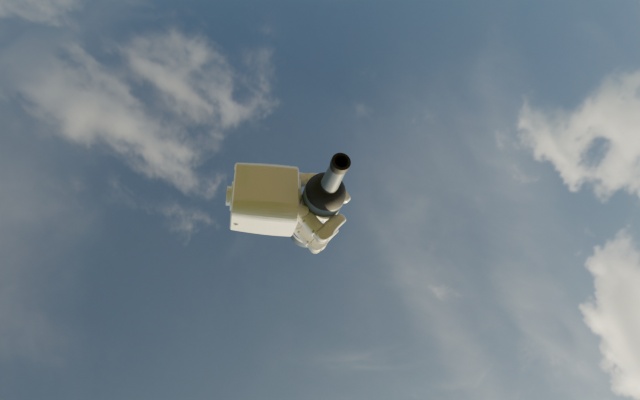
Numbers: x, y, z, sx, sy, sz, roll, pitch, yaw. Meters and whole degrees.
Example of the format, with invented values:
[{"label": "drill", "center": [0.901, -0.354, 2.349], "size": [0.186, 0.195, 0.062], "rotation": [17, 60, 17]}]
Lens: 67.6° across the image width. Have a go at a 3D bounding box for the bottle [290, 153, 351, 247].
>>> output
[{"label": "bottle", "center": [0.000, 0.003, 0.786], "size": [0.069, 0.069, 0.296], "rotation": [0, -23, -12]}]
